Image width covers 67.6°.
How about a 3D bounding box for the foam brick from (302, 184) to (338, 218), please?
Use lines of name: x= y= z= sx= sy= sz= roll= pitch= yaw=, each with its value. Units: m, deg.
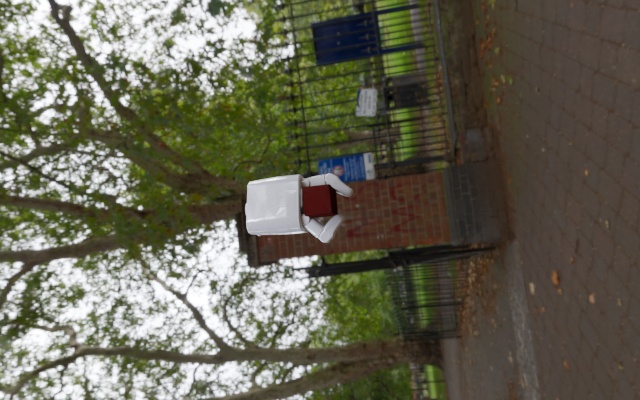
foam brick: x=0.000 y=0.003 z=0.872 sx=0.051 sy=0.053 sz=0.078 roll=-5 pitch=-7 yaw=9
